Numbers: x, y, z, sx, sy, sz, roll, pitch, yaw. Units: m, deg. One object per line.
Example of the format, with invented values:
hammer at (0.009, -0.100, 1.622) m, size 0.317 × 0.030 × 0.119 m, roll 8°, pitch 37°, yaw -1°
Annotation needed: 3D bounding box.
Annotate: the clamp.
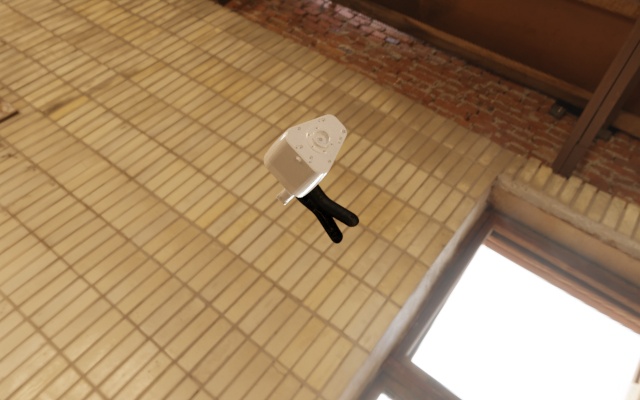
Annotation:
clamp at (0.000, 0.002, 0.872) m, size 0.039 × 0.171 × 0.120 m, roll -45°, pitch 4°, yaw -30°
